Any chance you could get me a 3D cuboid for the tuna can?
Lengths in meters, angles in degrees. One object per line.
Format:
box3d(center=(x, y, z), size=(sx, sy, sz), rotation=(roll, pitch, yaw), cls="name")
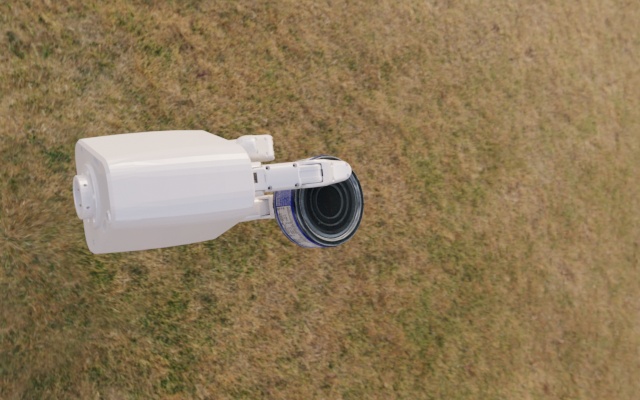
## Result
box3d(center=(0.000, 0.001, 0.445), size=(0.086, 0.086, 0.034), rotation=(0, -4, -39), cls="tuna can")
